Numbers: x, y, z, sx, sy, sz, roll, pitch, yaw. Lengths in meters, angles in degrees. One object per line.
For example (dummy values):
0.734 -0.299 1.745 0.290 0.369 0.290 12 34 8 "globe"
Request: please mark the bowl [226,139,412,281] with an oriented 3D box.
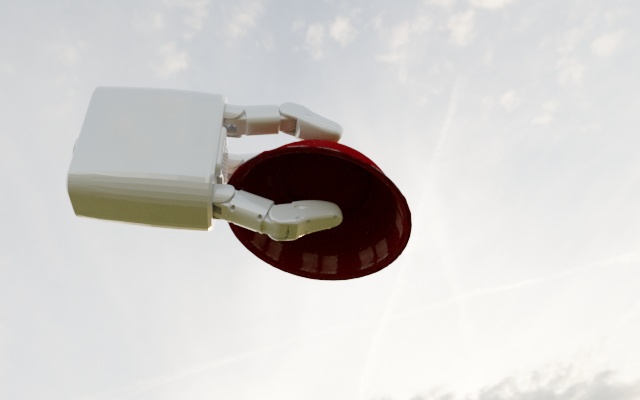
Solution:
0.001 0.002 0.423 0.162 0.162 0.055 0 43 13 "bowl"
